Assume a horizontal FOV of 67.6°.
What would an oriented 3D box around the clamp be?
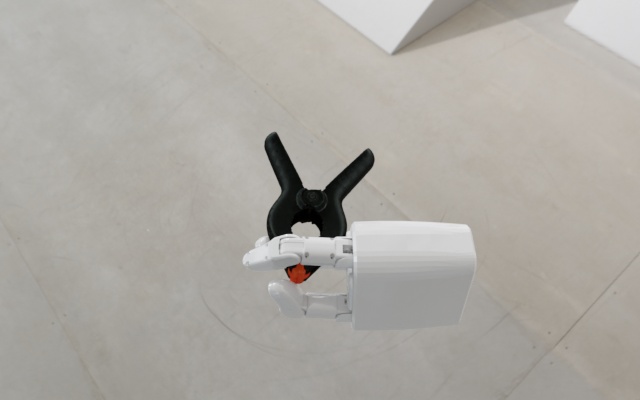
[{"bbox_3d":[0.000,0.001,0.484,0.120,0.171,0.039,-1,-30,-1],"label":"clamp"}]
